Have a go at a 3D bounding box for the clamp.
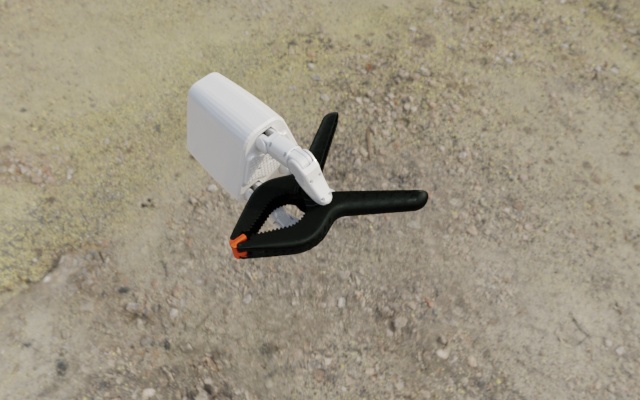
[{"bbox_3d":[0.000,0.001,0.513,0.164,0.210,0.036,39,-25,24],"label":"clamp"}]
